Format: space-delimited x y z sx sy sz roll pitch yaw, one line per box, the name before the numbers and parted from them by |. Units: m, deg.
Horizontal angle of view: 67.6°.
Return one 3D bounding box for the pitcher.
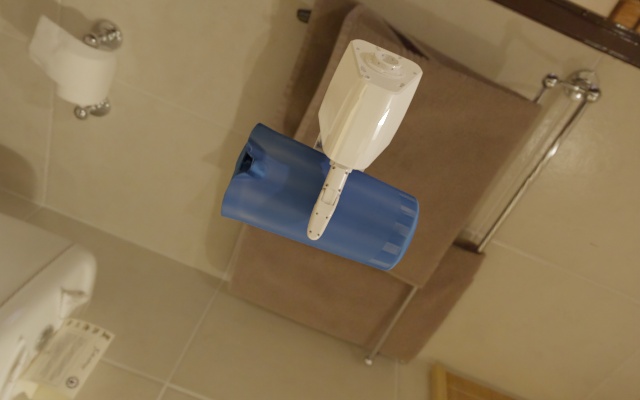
pitcher | 0.000 0.002 0.648 0.243 0.145 0.149 22 37 -3
